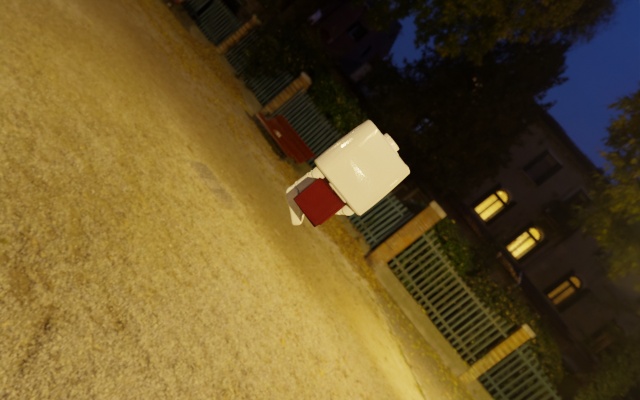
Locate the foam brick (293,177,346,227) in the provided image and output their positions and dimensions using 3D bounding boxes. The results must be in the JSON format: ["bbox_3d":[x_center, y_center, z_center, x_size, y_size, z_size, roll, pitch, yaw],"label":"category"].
[{"bbox_3d":[0.000,0.002,0.706,0.051,0.053,0.078,-38,-4,6],"label":"foam brick"}]
